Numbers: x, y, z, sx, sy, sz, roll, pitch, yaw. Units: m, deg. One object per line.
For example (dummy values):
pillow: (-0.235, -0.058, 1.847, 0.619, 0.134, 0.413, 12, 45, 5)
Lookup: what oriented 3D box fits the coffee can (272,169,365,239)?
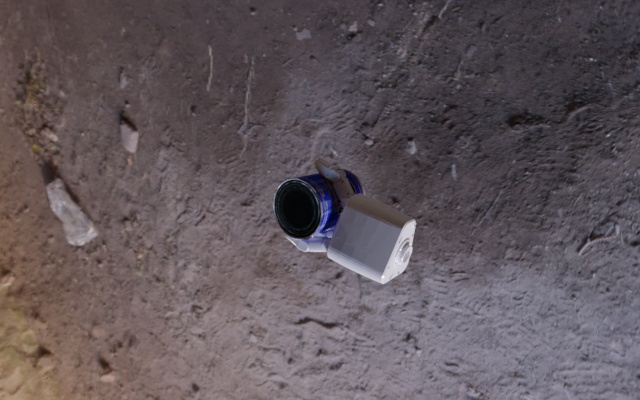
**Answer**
coffee can: (0.000, 0.003, 0.832, 0.103, 0.103, 0.140, 0, 9, 36)
